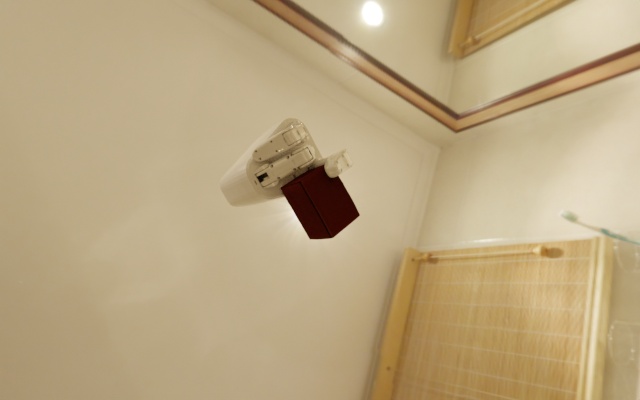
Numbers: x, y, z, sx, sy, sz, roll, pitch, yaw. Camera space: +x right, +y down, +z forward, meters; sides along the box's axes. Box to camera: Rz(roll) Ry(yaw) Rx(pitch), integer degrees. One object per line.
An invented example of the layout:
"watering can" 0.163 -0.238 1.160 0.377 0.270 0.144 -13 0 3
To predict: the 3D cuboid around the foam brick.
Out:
"foam brick" 0.000 0.002 0.581 0.053 0.078 0.051 -34 10 -32
